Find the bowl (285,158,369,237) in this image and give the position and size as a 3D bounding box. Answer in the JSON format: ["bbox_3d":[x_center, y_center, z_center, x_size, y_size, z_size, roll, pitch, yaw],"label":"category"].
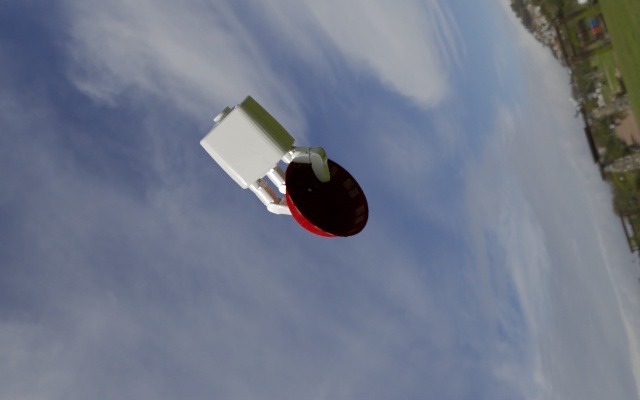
[{"bbox_3d":[0.001,0.004,0.793,0.162,0.162,0.055,0,-34,-39],"label":"bowl"}]
